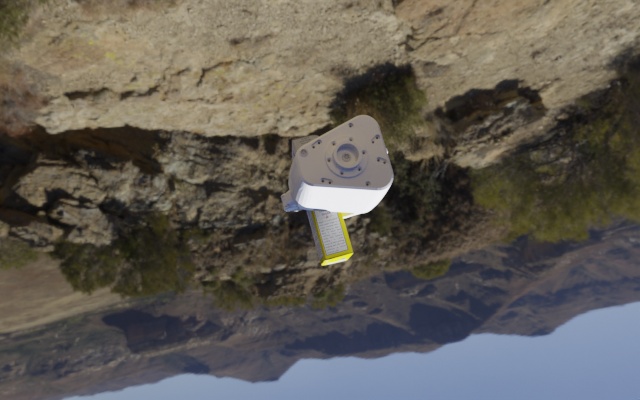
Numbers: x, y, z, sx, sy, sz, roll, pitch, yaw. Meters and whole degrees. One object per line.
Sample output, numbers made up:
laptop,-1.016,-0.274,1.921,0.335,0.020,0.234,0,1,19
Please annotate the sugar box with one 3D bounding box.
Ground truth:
sugar box,0.001,0.002,0.691,0.048,0.176,0.093,-12,-12,-6
